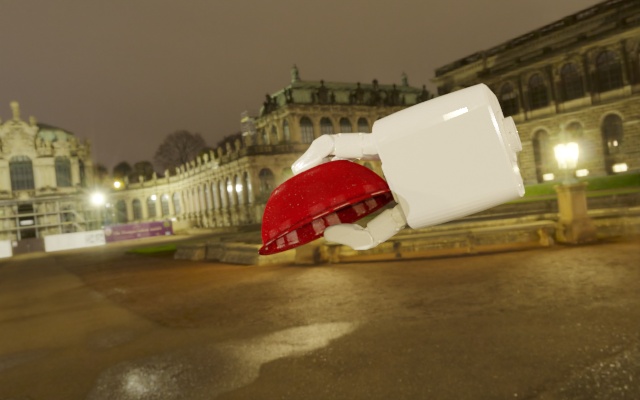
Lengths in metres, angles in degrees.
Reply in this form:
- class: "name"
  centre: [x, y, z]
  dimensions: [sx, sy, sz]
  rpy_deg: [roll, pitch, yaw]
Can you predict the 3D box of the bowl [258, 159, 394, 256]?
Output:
- class: "bowl"
  centre: [-0.001, 0.002, 0.506]
  dimensions: [0.162, 0.055, 0.162]
  rpy_deg: [-24, -10, -5]
